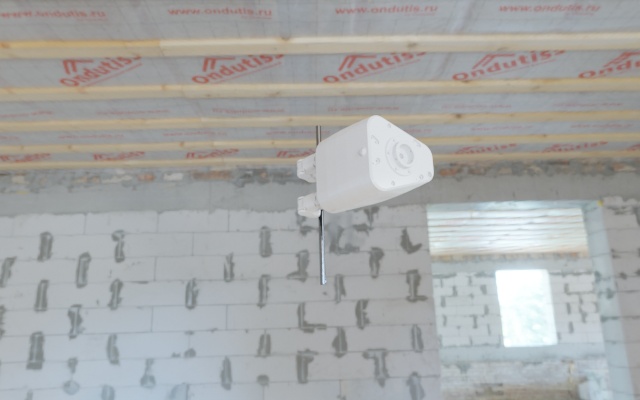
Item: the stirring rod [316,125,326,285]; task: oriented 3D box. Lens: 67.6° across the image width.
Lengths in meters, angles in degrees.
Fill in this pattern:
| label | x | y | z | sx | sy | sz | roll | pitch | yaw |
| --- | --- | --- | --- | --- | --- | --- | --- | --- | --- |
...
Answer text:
| label | x | y | z | sx | sy | sz | roll | pitch | yaw |
| --- | --- | --- | --- | --- | --- | --- | --- | --- | --- |
| stirring rod | 0.000 | 0.002 | 0.703 | 0.011 | 0.239 | 0.011 | -2 | -15 | 0 |
